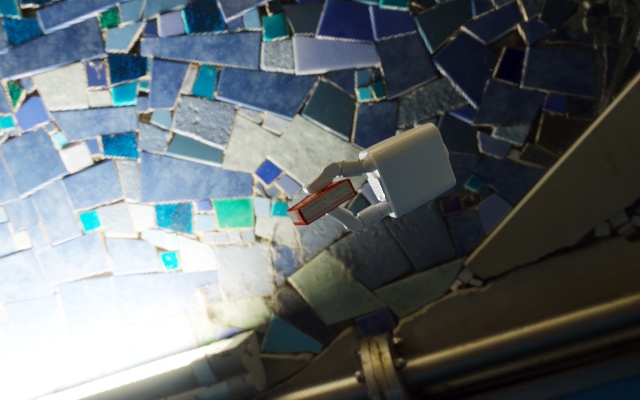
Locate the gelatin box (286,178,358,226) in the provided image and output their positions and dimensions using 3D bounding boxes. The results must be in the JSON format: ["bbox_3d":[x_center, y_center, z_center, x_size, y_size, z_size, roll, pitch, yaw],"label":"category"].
[{"bbox_3d":[0.000,0.003,0.692,0.089,0.030,0.073,-32,7,-16],"label":"gelatin box"}]
